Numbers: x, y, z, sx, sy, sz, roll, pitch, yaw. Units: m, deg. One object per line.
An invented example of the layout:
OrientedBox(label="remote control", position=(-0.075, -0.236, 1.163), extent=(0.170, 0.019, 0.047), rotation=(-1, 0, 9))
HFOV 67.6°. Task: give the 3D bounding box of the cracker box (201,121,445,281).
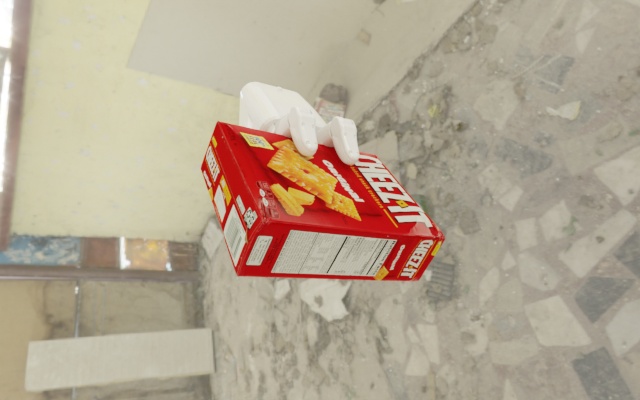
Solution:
OrientedBox(label="cracker box", position=(0.000, 0.002, 0.500), extent=(0.214, 0.072, 0.164), rotation=(7, 34, -32))
